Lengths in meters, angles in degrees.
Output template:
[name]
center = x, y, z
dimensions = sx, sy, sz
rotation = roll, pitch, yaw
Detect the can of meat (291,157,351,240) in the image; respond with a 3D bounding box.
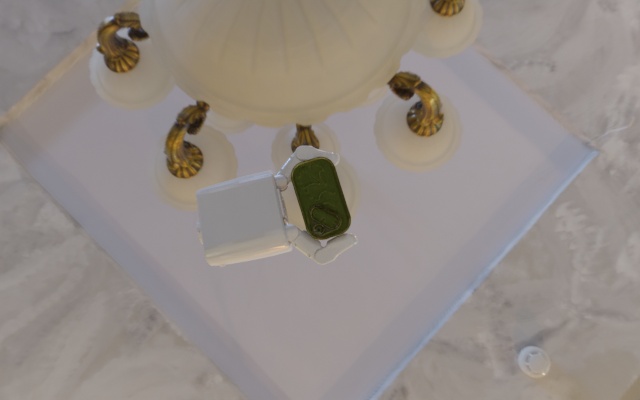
[can of meat]
center = 0.000, 0.002, 0.631
dimensions = 0.057, 0.102, 0.084
rotation = -17, -7, -3
